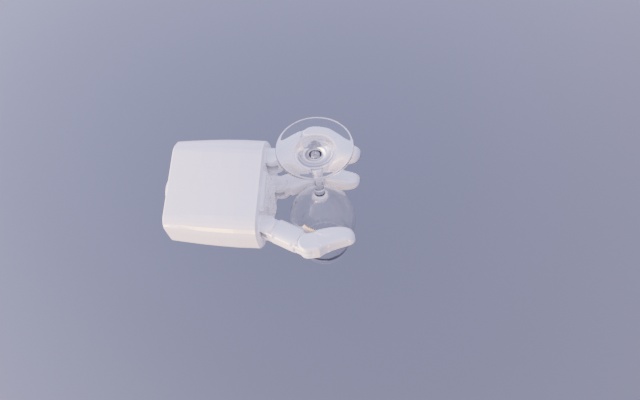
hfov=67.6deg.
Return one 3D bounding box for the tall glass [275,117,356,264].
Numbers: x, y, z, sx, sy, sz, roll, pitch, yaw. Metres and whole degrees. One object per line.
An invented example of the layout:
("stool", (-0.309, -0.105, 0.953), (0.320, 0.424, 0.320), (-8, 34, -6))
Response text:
("tall glass", (0.000, 0.001, 0.531), (0.079, 0.079, 0.201), (0, -32, 4))
